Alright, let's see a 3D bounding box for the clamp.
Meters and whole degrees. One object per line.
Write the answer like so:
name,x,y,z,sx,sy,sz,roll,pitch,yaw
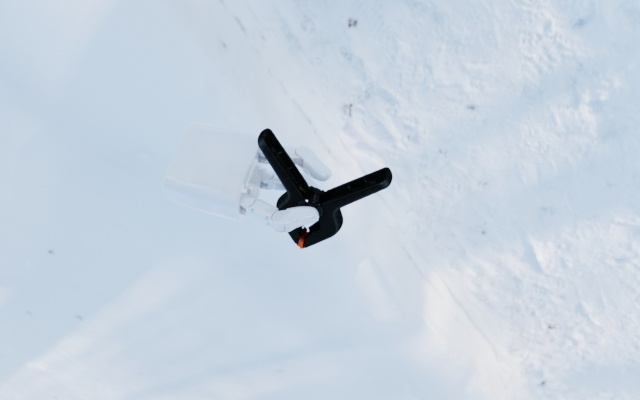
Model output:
clamp,0.000,0.003,0.627,0.164,0.036,0.210,15,-37,7
